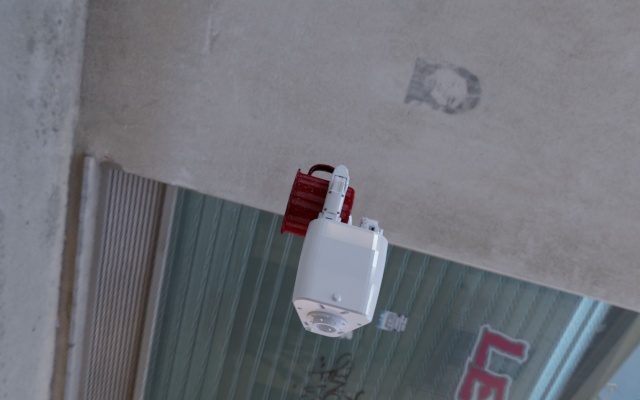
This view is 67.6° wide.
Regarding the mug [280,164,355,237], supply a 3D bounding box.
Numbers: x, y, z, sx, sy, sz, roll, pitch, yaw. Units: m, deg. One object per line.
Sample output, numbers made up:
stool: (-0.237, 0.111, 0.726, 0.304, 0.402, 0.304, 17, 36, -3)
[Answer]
mug: (0.001, 0.001, 0.651, 0.081, 0.117, 0.093, 16, -32, -1)
